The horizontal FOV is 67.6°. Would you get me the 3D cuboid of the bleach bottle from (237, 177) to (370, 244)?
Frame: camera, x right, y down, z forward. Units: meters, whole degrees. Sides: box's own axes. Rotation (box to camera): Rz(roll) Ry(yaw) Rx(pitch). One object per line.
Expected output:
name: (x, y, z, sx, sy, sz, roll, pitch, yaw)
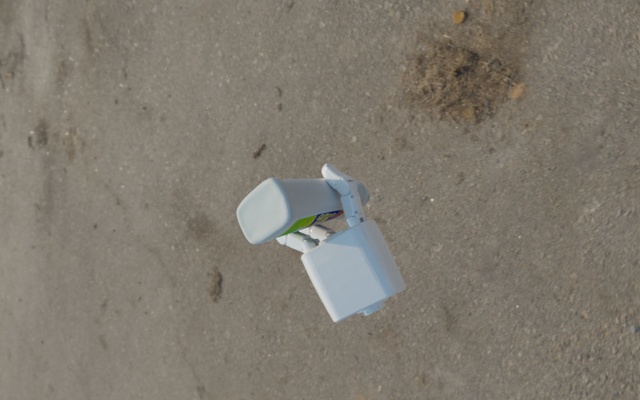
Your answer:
bleach bottle: (0.000, 0.002, 0.713, 0.102, 0.068, 0.251, -36, -15, 37)
